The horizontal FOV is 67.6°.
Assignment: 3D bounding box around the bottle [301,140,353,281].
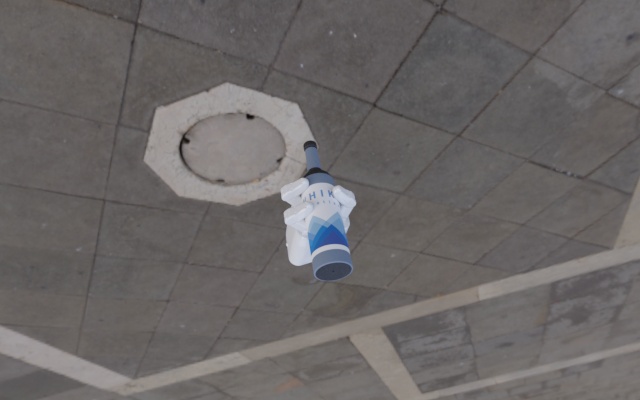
[{"bbox_3d":[0.000,0.003,0.884,0.069,0.295,0.069,-7,-37,-5],"label":"bottle"}]
